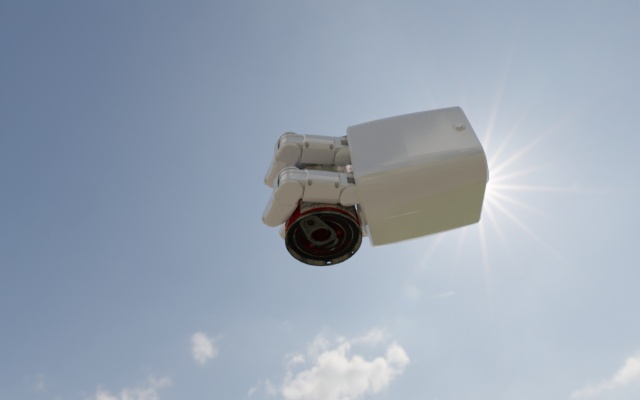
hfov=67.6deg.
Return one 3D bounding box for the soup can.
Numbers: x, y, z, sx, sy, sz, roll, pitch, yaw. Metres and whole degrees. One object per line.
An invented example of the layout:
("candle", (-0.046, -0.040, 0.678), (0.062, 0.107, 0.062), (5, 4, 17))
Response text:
("soup can", (0.000, 0.001, 0.451), (0.068, 0.069, 0.102), (0, 42, -4))
